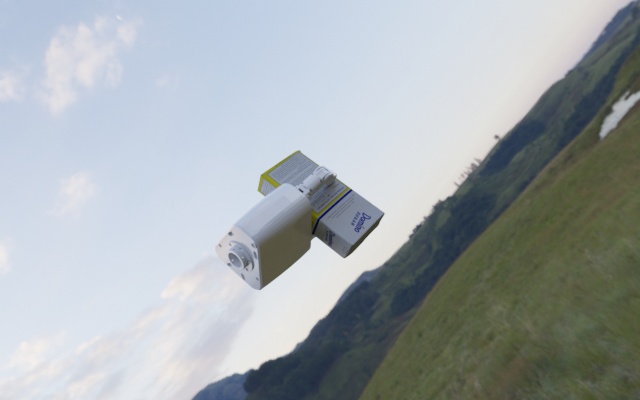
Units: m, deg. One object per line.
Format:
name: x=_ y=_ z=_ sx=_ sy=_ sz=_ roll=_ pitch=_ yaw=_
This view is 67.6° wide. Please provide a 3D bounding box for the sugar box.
sugar box: x=0.000 y=0.003 z=0.730 sx=0.093 sy=0.176 sz=0.048 roll=-40 pitch=-17 yaw=-38
